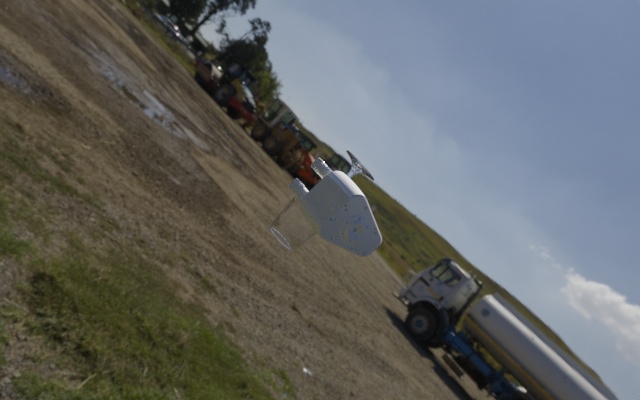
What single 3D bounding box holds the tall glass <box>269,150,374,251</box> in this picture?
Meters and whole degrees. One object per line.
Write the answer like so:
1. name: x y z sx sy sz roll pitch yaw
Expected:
1. tall glass: 0.001 0.002 0.873 0.201 0.079 0.079 -42 -2 2
